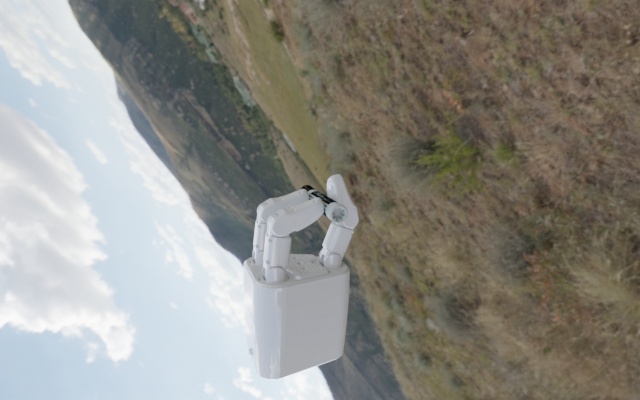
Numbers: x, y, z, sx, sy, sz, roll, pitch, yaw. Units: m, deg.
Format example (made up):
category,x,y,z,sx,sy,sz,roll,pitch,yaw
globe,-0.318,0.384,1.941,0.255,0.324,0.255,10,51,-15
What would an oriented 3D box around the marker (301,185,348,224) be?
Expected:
category,x,y,z,sx,sy,sz,roll,pitch,yaw
marker,0.000,0.002,0.519,0.020,0.020,0.121,0,11,-18
